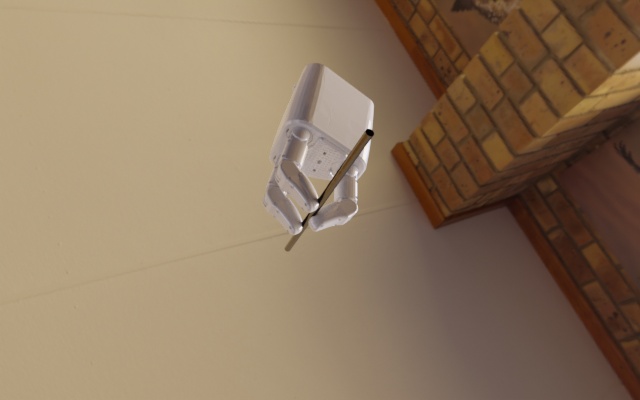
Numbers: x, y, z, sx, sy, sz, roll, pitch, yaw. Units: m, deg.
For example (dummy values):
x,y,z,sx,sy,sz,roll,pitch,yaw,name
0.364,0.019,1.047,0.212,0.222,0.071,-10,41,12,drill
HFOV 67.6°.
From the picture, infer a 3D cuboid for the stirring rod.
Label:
x,y,z,sx,sy,sz,roll,pitch,yaw,name
0.000,0.002,0.493,0.011,0.011,0.240,0,-29,-23,stirring rod
